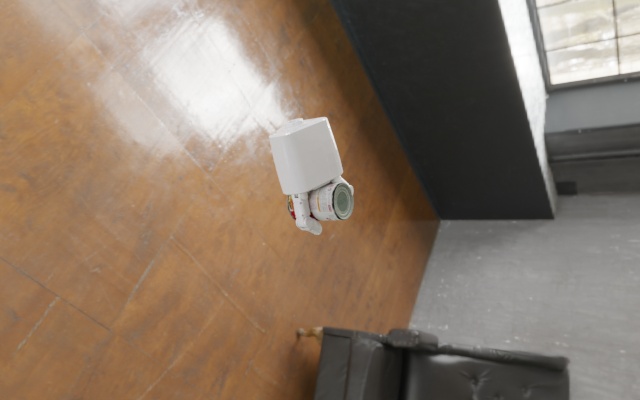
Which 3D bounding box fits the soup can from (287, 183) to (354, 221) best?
[{"bbox_3d":[0.000,0.003,0.860,0.102,0.068,0.068,-2,-1,35],"label":"soup can"}]
